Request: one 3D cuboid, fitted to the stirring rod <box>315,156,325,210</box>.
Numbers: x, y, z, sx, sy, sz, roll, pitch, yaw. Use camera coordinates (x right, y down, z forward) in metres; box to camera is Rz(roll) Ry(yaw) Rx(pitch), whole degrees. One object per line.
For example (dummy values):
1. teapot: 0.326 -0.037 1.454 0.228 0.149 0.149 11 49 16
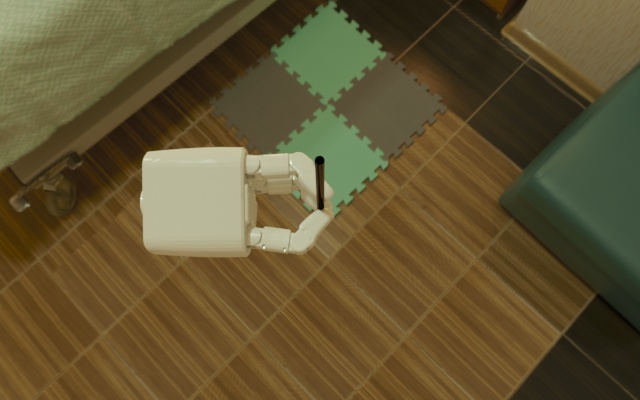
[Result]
1. stirring rod: 0.000 0.002 0.495 0.011 0.011 0.239 0 -16 0
